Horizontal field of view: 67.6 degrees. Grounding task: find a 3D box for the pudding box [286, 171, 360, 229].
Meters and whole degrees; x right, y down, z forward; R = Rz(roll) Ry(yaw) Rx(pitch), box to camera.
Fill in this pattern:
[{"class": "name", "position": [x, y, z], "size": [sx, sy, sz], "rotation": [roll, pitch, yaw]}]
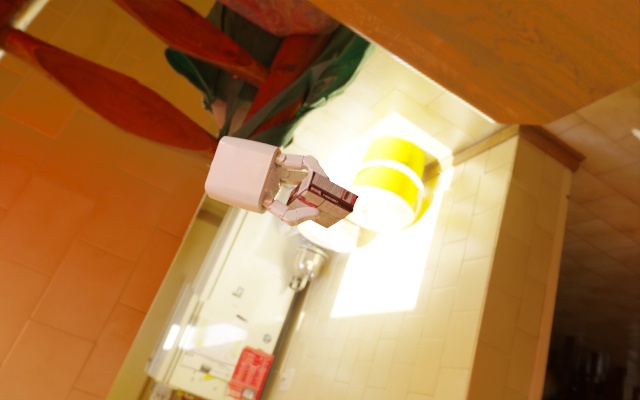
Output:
[{"class": "pudding box", "position": [0.000, 0.003, 0.811], "size": [0.090, 0.039, 0.113], "rotation": [27, -24, -13]}]
